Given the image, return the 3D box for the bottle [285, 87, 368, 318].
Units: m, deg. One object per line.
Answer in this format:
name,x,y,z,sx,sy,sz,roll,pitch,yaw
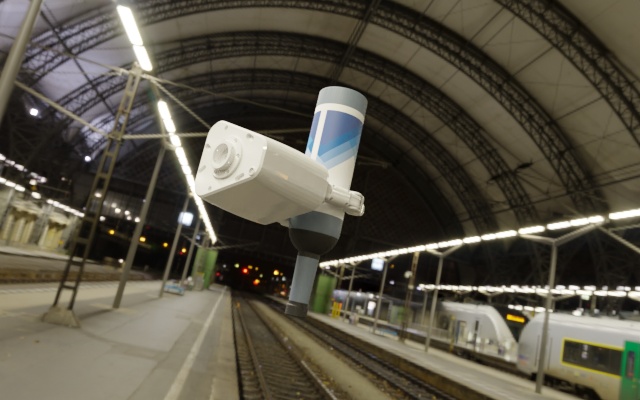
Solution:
bottle,0.000,0.002,0.618,0.069,0.295,0.069,12,-11,2
